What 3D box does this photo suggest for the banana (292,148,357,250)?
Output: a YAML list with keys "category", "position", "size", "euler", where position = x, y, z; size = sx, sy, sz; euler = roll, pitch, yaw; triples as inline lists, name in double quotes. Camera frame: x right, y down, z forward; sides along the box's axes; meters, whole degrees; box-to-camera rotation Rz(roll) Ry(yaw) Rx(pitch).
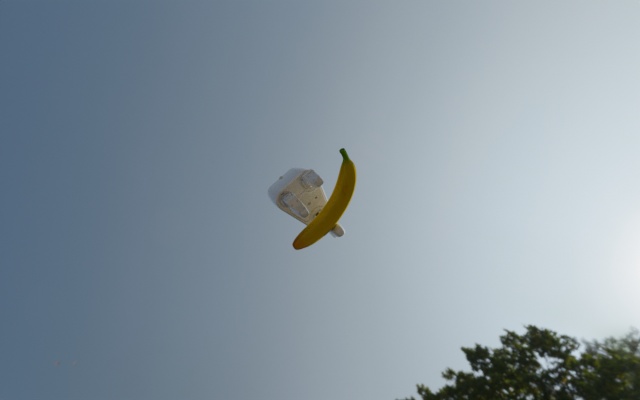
- category: "banana"
  position: [0.017, 0.007, 0.857]
  size: [0.070, 0.198, 0.037]
  euler: [24, 3, -26]
